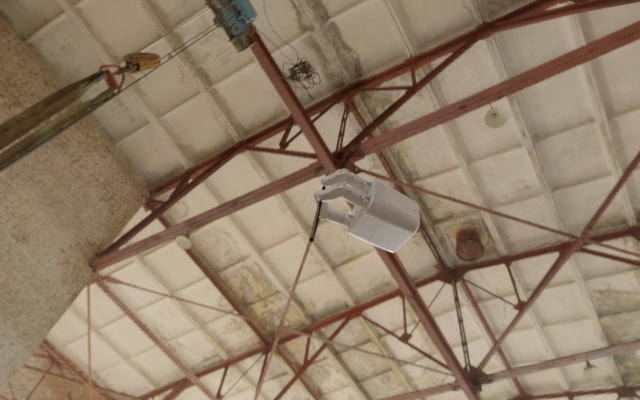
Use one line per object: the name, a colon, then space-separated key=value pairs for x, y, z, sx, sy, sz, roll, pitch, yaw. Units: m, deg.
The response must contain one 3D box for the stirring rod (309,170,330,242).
stirring rod: x=0.000 y=0.003 z=0.899 sx=0.011 sy=0.011 sz=0.239 roll=0 pitch=32 yaw=9
